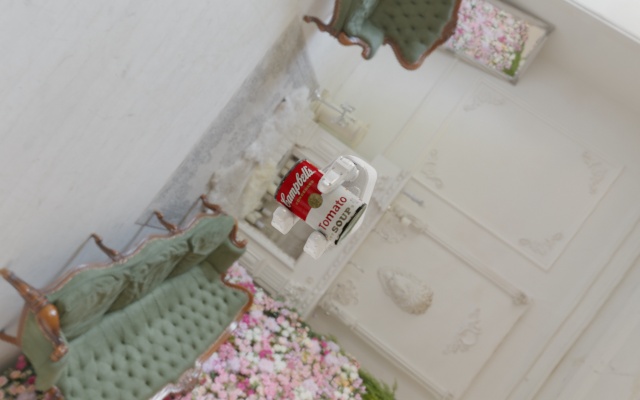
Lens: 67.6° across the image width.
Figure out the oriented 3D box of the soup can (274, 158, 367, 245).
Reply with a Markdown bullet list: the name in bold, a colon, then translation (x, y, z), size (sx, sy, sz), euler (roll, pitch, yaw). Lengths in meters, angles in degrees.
- **soup can**: translation (0.000, 0.002, 0.615), size (0.102, 0.068, 0.068), euler (37, 8, 10)
